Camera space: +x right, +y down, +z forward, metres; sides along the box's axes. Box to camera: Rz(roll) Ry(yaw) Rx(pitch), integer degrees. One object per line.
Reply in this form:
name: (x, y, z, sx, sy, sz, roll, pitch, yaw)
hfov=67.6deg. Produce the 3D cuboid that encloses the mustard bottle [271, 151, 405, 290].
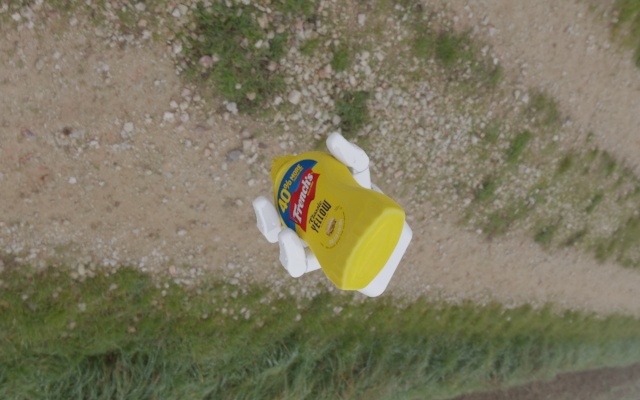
mustard bottle: (0.000, 0.002, 0.508, 0.058, 0.096, 0.191, 8, 25, -42)
